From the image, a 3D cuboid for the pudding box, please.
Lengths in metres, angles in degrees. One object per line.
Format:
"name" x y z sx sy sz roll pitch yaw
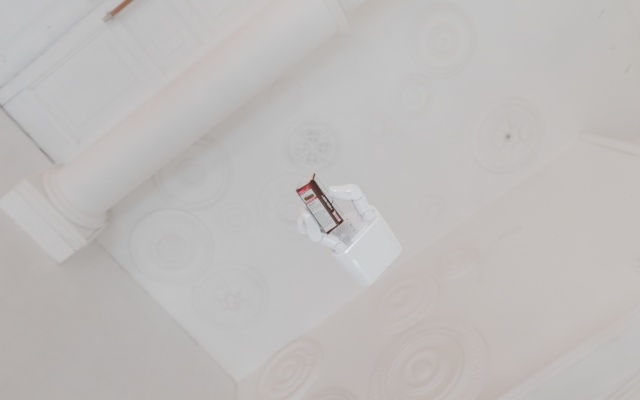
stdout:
"pudding box" 0.000 0.003 0.810 0.039 0.090 0.113 -36 6 4
